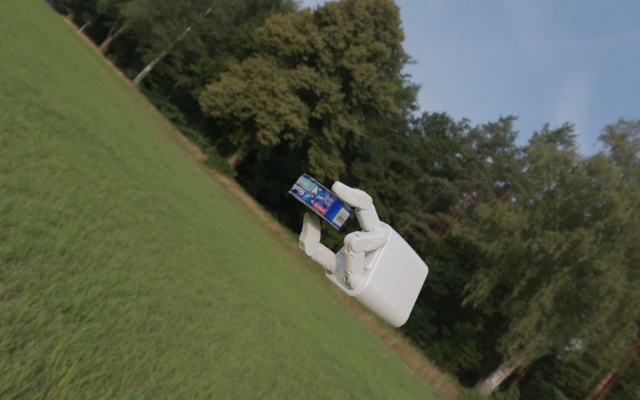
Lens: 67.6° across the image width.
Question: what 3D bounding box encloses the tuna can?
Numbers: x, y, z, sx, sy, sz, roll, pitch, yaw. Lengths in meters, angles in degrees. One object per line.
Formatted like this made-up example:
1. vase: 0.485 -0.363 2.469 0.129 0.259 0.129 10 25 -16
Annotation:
1. tuna can: 0.000 0.002 0.642 0.086 0.034 0.086 38 -3 2
